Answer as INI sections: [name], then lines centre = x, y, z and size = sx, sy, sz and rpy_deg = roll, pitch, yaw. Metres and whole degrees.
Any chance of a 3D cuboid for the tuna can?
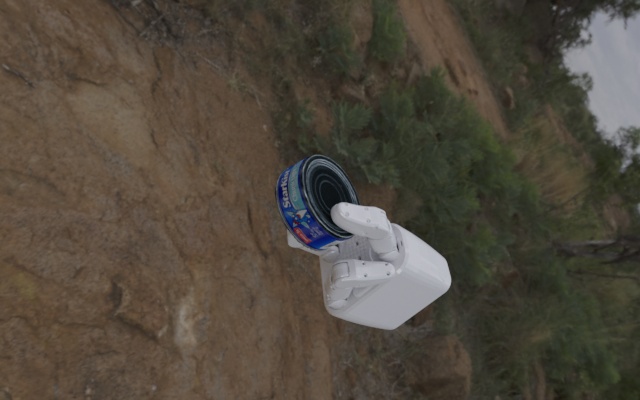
[tuna can]
centre = 0.000, 0.001, 0.444
size = 0.034, 0.086, 0.086
rpy_deg = -27, -16, 34
